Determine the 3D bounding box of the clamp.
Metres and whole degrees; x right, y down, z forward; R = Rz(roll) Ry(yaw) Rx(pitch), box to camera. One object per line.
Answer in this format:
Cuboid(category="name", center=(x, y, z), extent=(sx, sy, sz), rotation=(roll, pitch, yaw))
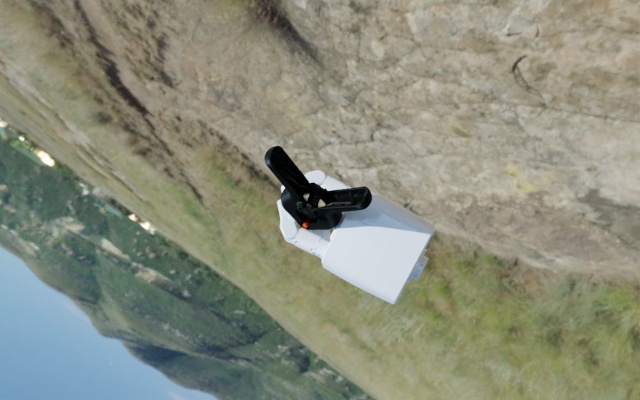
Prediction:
Cuboid(category="clamp", center=(0.000, 0.002, 0.558), extent=(0.120, 0.039, 0.171), rotation=(28, -17, 14))
